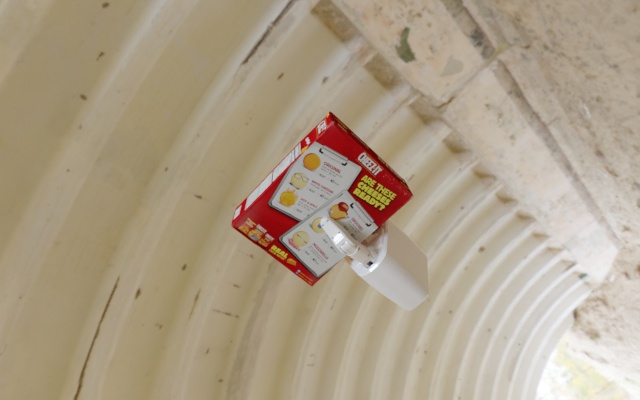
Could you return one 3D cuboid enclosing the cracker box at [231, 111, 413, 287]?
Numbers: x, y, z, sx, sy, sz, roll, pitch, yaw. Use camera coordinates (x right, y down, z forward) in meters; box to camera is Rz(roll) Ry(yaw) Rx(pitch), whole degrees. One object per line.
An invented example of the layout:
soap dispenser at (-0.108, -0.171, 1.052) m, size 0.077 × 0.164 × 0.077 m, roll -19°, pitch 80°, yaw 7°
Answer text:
cracker box at (0.000, 0.003, 0.709) m, size 0.164 × 0.214 × 0.072 m, roll 40°, pitch 17°, yaw -20°
